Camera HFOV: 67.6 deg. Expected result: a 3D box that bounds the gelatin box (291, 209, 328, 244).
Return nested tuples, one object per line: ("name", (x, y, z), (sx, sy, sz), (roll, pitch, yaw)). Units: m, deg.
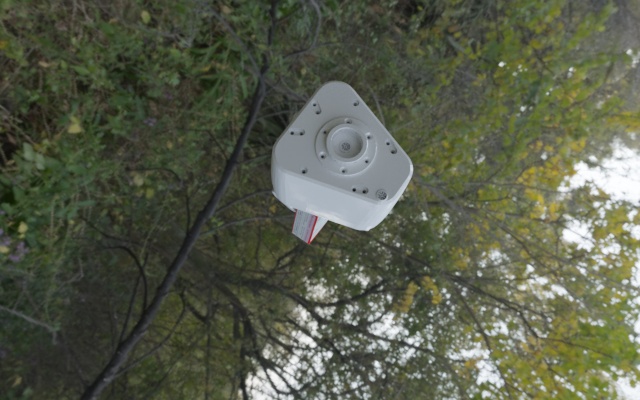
("gelatin box", (0.000, 0.002, 0.556), (0.030, 0.073, 0.089), (34, -25, 9))
